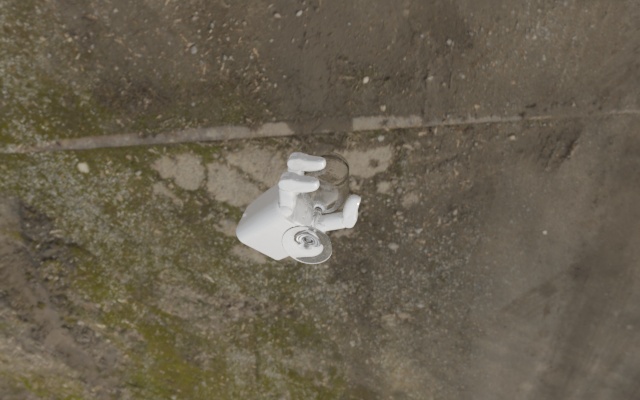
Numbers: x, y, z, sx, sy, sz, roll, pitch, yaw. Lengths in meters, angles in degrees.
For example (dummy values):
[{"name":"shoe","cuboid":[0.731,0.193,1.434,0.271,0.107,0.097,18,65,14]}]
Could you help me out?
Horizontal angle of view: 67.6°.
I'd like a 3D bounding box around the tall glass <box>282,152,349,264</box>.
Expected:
[{"name":"tall glass","cuboid":[0.000,0.003,0.751,0.079,0.079,0.201,0,38,15]}]
